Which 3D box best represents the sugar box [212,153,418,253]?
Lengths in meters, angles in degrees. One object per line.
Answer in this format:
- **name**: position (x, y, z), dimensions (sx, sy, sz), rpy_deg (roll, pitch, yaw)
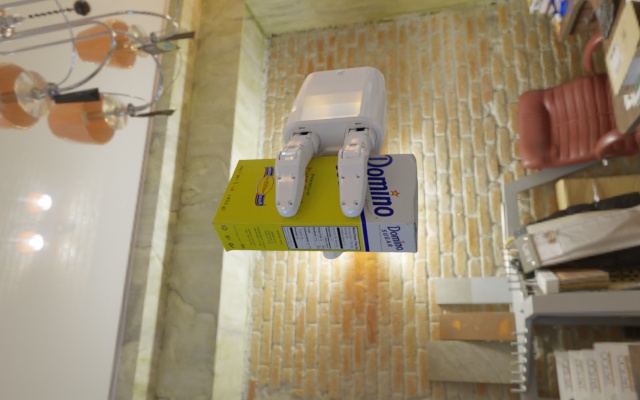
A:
- **sugar box**: position (0.000, 0.001, 0.438), dimensions (0.176, 0.048, 0.093), rpy_deg (-3, 43, 14)
